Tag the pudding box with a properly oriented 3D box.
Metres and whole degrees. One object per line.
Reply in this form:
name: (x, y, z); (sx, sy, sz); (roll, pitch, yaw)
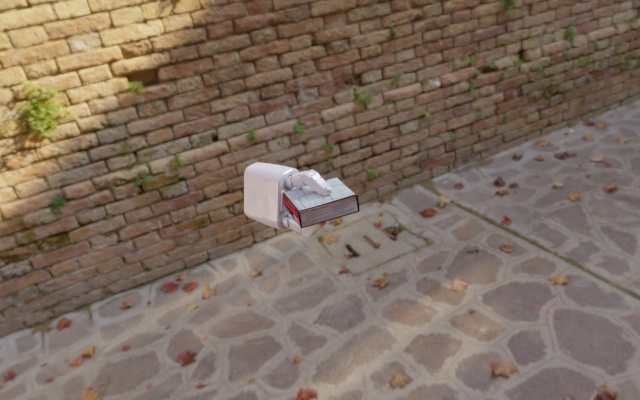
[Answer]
pudding box: (0.000, 0.003, 0.848); (0.113, 0.039, 0.090); (-17, 29, -15)
